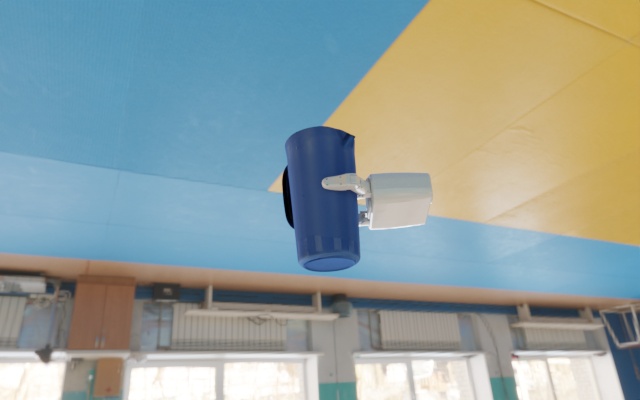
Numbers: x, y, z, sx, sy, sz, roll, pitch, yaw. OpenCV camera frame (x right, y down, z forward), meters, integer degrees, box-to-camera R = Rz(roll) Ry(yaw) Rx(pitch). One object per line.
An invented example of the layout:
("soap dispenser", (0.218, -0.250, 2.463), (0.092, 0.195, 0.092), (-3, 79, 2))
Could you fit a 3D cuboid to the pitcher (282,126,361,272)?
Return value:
("pitcher", (0.000, 0.003, 0.866), (0.145, 0.242, 0.149), (-4, -23, -1))
